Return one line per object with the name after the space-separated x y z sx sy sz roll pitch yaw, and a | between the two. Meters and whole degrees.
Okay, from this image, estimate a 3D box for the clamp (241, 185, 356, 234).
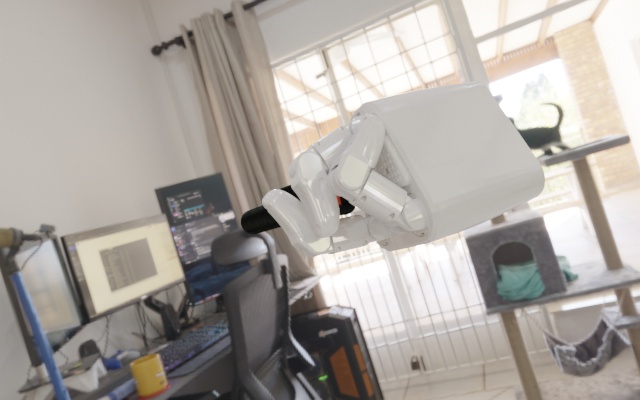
0.000 0.001 0.433 0.120 0.039 0.171 -17 -1 -22 | clamp
